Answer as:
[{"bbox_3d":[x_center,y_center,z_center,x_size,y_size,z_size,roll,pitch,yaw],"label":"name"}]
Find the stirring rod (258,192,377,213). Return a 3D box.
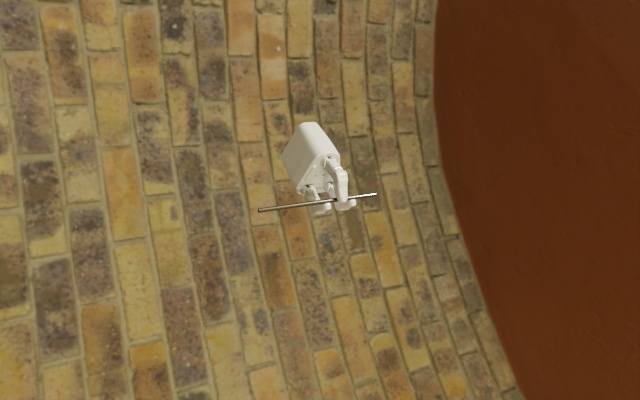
[{"bbox_3d":[0.000,0.003,0.879,0.239,0.011,0.011,-8,3,-26],"label":"stirring rod"}]
